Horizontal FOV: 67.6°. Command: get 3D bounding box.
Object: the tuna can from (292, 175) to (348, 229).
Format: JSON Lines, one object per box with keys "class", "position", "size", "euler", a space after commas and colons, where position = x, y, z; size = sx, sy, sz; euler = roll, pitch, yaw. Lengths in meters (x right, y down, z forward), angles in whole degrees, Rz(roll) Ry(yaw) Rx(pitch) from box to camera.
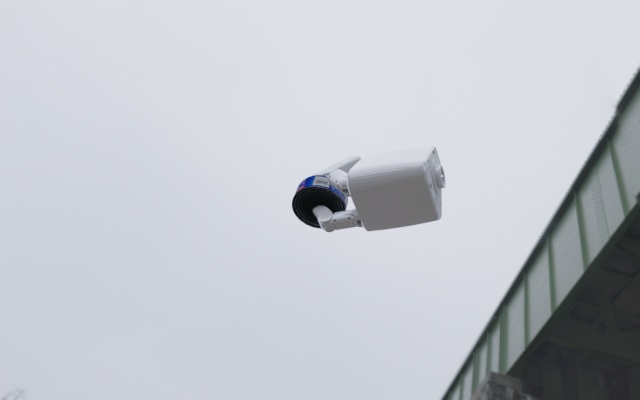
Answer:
{"class": "tuna can", "position": [0.000, 0.002, 0.750], "size": [0.086, 0.086, 0.033], "euler": [0, 39, 15]}
